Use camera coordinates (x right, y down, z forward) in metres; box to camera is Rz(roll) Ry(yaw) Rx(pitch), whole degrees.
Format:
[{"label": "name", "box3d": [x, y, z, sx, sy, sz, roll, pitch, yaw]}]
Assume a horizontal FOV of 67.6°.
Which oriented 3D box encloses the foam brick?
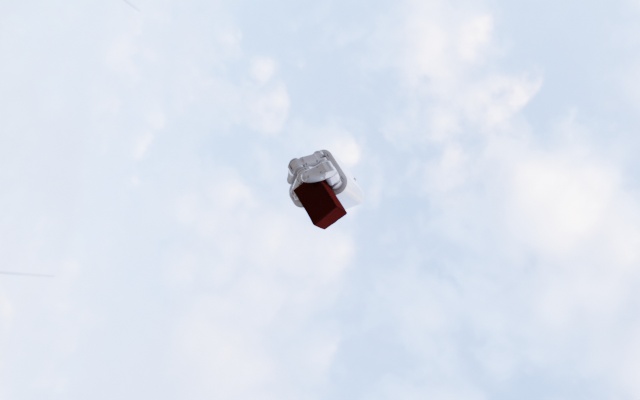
[{"label": "foam brick", "box3d": [0.000, 0.003, 0.823, 0.053, 0.078, 0.051, -36, -26, 11]}]
